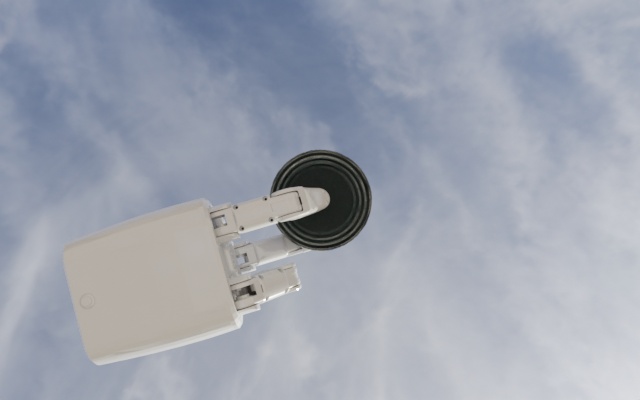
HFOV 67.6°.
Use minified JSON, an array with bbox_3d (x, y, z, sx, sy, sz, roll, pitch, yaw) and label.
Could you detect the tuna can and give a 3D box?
[{"bbox_3d":[0.000,0.001,0.415,0.086,0.086,0.034,0,-8,-1],"label":"tuna can"}]
